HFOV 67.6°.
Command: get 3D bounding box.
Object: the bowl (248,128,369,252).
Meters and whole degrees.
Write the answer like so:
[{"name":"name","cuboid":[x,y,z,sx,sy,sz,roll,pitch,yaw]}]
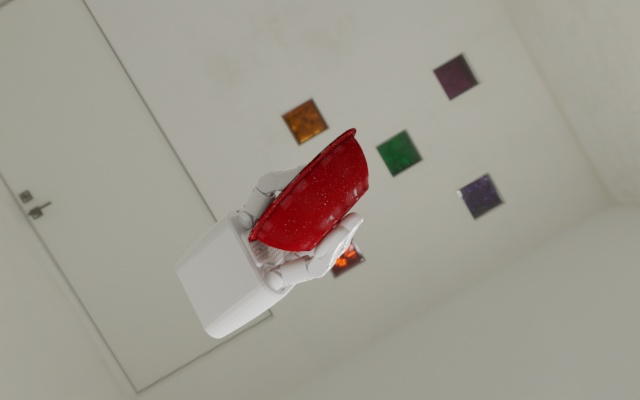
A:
[{"name":"bowl","cuboid":[0.001,0.001,0.498,0.055,0.162,0.162,43,4,4]}]
